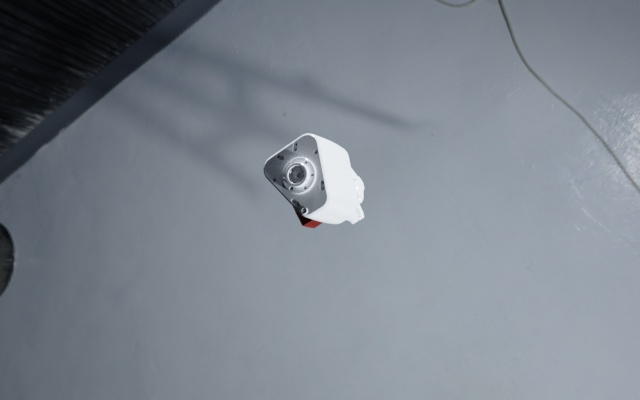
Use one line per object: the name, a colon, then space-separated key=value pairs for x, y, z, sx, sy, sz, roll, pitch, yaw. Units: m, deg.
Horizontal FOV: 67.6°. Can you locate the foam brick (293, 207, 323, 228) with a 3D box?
foam brick: x=0.000 y=0.003 z=0.762 sx=0.078 sy=0.053 sz=0.051 roll=-32 pitch=-17 yaw=17
